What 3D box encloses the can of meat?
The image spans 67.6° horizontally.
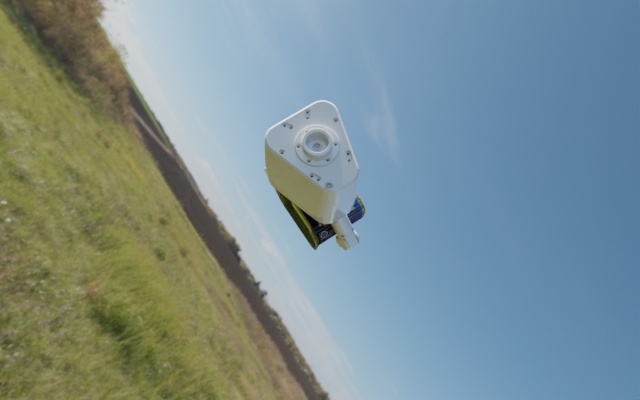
[{"bbox_3d":[0.000,0.002,0.658,0.084,0.102,0.057,-32,-18,-12],"label":"can of meat"}]
